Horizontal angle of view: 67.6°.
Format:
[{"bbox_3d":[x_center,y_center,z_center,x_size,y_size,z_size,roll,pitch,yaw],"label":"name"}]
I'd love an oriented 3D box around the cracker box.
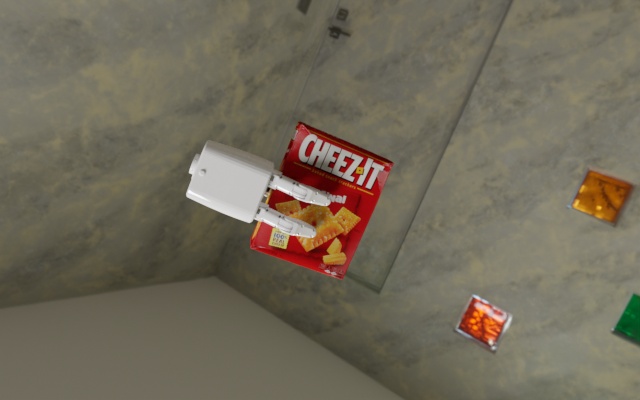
[{"bbox_3d":[0.000,0.003,0.776,0.164,0.214,0.072,22,8,-11],"label":"cracker box"}]
